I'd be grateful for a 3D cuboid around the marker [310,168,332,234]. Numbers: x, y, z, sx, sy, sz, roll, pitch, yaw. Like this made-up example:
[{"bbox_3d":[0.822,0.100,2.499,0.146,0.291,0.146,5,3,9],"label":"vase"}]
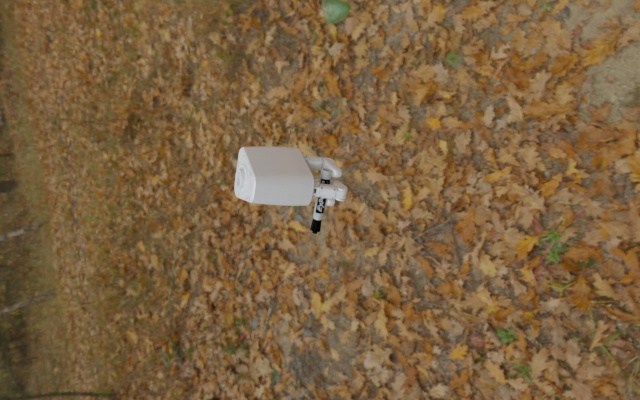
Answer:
[{"bbox_3d":[0.000,0.003,0.844,0.020,0.121,0.020,10,20,-4],"label":"marker"}]
